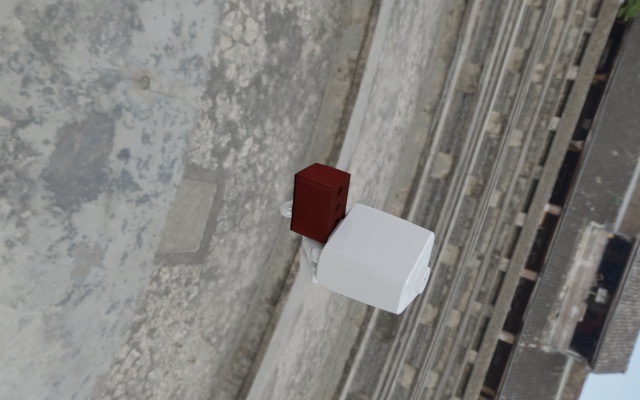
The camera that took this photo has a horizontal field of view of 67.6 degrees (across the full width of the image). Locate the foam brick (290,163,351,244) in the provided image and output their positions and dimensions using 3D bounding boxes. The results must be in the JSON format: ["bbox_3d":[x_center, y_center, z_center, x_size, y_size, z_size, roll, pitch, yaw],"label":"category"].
[{"bbox_3d":[0.000,0.002,0.579,0.051,0.078,0.053,19,31,23],"label":"foam brick"}]
